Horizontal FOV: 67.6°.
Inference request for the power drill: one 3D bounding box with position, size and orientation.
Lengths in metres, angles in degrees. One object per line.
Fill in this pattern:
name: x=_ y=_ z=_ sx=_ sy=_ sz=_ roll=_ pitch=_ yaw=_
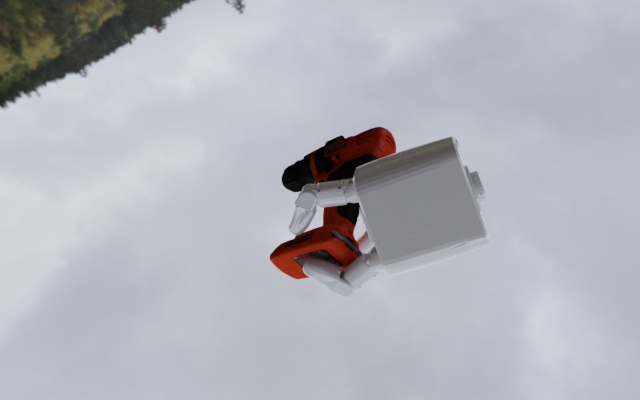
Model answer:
power drill: x=0.000 y=0.002 z=0.594 sx=0.184 sy=0.187 sz=0.057 roll=-20 pitch=-49 yaw=40
